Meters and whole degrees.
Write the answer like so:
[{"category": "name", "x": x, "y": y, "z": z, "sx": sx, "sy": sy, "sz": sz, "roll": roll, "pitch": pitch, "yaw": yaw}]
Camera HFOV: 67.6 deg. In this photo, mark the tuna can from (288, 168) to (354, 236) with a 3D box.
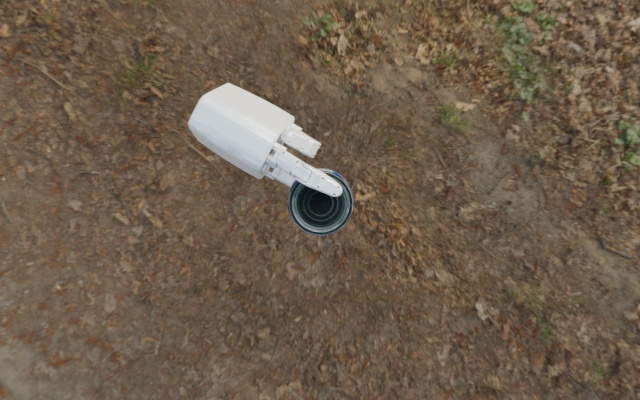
[{"category": "tuna can", "x": 0.000, "y": 0.002, "z": 0.617, "sx": 0.086, "sy": 0.086, "sz": 0.033, "roll": 0, "pitch": 8, "yaw": -1}]
